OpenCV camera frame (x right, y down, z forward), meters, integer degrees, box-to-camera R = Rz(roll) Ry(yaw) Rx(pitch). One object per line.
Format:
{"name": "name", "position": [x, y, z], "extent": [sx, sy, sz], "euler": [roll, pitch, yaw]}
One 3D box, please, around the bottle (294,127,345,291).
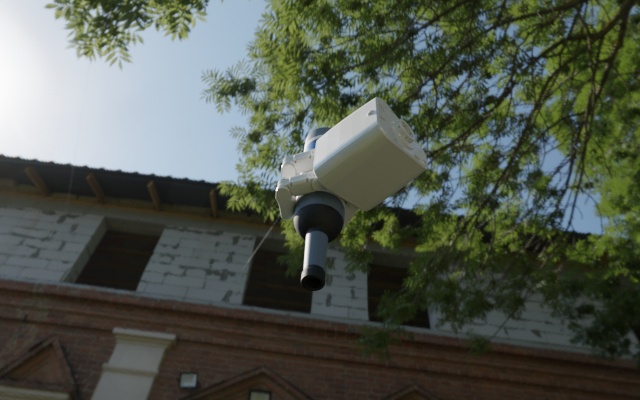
{"name": "bottle", "position": [0.000, 0.002, 0.652], "extent": [0.069, 0.069, 0.295], "euler": [0, 38, 4]}
